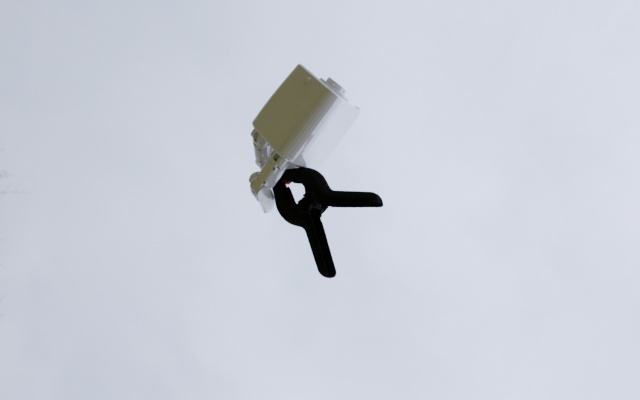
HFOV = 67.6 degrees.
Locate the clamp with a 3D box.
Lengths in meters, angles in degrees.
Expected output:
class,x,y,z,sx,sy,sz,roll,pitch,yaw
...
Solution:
class,x,y,z,sx,sy,sz,roll,pitch,yaw
clamp,0.000,0.002,0.619,0.171,0.120,0.039,48,9,30
